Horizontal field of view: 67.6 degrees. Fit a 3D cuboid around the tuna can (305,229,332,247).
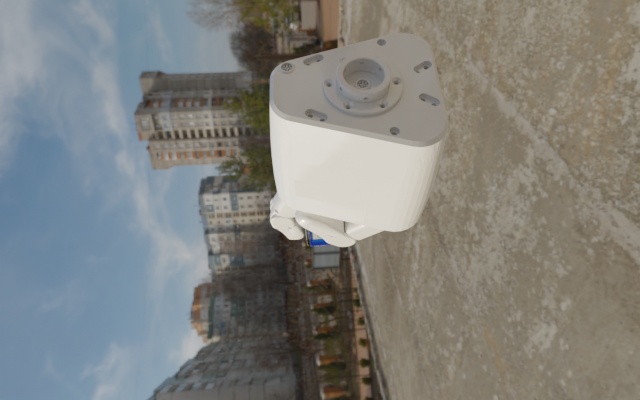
[{"bbox_3d":[-0.001,0.002,0.463,0.034,0.086,0.086,-6,0,0],"label":"tuna can"}]
